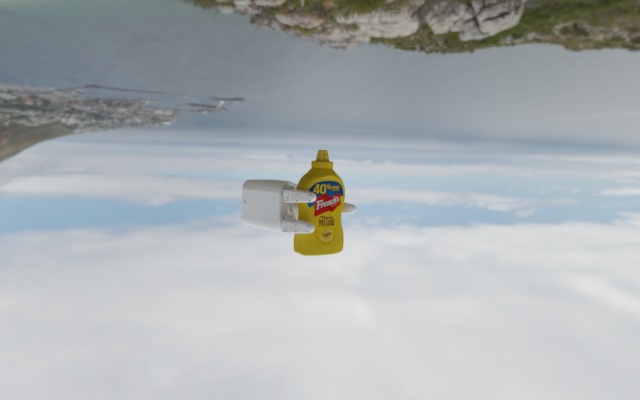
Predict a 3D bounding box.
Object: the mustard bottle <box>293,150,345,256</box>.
[{"bbox_3d":[0.000,0.003,0.881,0.096,0.191,0.058,-1,7,-30],"label":"mustard bottle"}]
